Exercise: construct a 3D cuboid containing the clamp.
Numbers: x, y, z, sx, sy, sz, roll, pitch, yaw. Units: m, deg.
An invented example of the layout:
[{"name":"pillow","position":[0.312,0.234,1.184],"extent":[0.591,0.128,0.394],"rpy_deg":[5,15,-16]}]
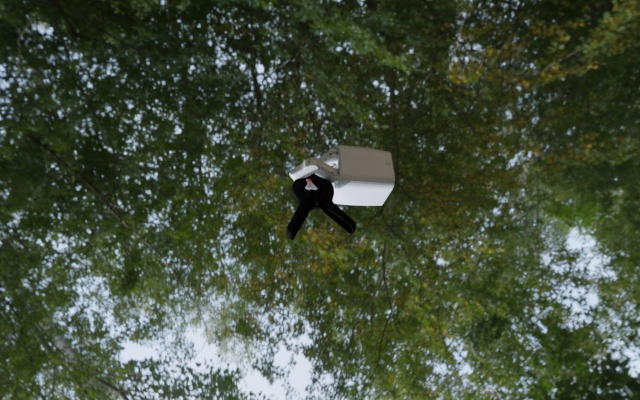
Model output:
[{"name":"clamp","position":[0.000,0.003,0.863],"extent":[0.120,0.171,0.039],"rpy_deg":[5,-42,-7]}]
